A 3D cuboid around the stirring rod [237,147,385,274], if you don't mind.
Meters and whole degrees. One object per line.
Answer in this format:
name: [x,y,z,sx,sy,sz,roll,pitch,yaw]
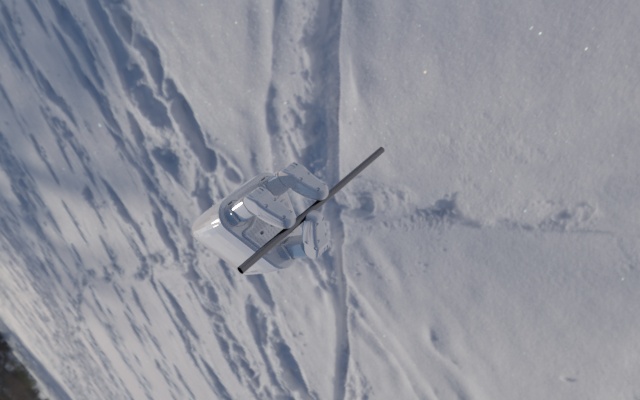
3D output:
stirring rod: [0.000,0.002,0.514,0.011,0.011,0.239,0,32,47]
